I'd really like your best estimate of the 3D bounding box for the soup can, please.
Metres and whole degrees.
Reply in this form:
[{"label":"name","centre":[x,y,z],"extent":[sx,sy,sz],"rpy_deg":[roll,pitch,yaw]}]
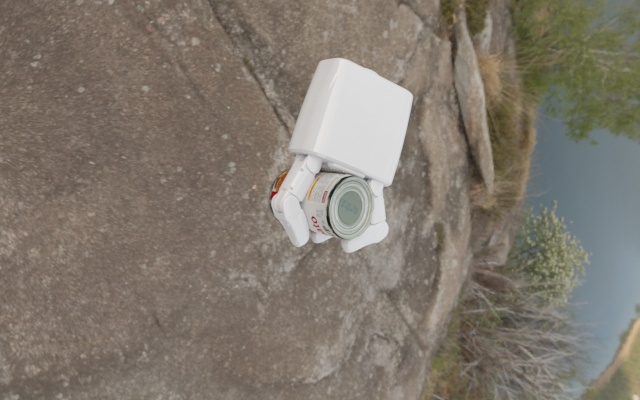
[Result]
[{"label":"soup can","centre":[0.000,0.002,0.520],"extent":[0.068,0.068,0.102],"rpy_deg":[0,7,-41]}]
